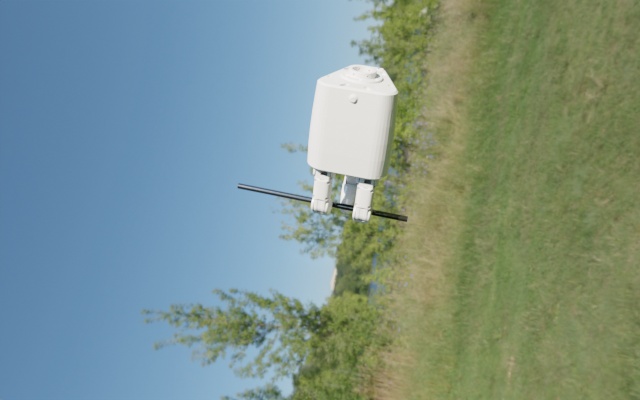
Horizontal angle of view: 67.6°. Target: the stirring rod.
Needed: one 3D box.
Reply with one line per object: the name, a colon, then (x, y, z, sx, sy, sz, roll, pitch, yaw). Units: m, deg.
stirring rod: (0.000, 0.002, 0.659, 0.239, 0.011, 0.011, 11, 2, 9)
